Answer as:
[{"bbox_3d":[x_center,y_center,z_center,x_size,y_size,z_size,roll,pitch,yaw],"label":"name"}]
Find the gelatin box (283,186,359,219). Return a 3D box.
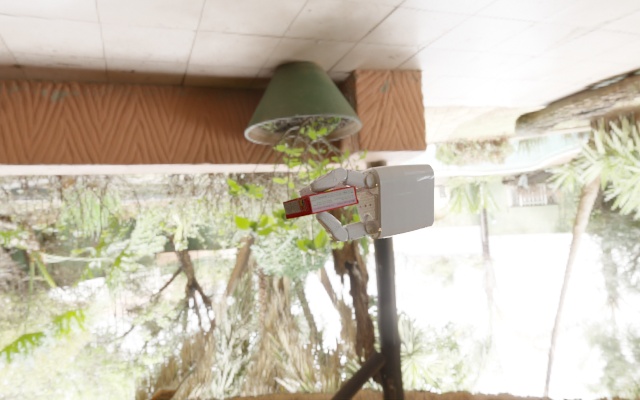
[{"bbox_3d":[0.000,0.003,0.711,0.089,0.030,0.073,-13,1,-34],"label":"gelatin box"}]
